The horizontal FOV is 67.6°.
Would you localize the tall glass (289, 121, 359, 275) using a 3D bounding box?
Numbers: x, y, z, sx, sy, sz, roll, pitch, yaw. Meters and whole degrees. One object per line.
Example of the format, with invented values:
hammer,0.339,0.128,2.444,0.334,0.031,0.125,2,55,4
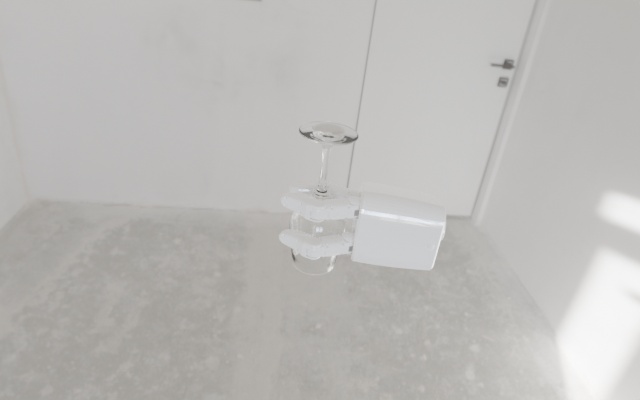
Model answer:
tall glass,0.000,0.001,0.637,0.079,0.201,0.079,6,29,-3
